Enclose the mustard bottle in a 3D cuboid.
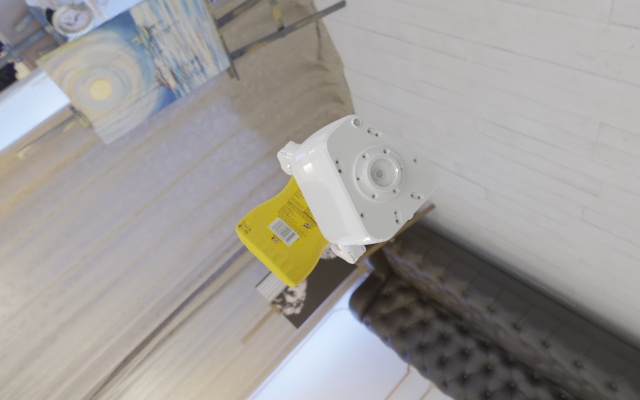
[{"bbox_3d":[0.000,0.002,0.561,0.096,0.191,0.058,41,-16,14],"label":"mustard bottle"}]
